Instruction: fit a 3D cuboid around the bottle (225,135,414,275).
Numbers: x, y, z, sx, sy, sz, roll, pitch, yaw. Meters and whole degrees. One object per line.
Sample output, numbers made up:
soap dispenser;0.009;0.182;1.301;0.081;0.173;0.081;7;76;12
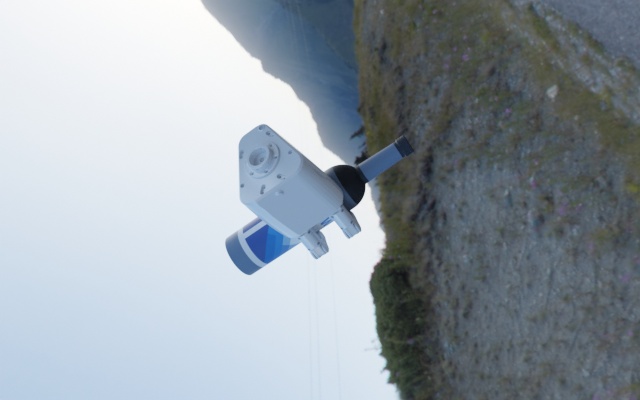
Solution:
bottle;0.000;0.002;0.678;0.296;0.069;0.069;-34;-7;11
